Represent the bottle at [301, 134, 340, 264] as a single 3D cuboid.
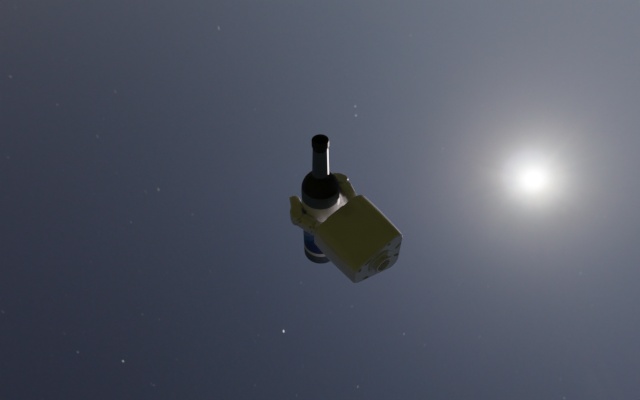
[{"bbox_3d":[0.000,0.003,0.852,0.069,0.069,0.296,0,-41,0],"label":"bottle"}]
